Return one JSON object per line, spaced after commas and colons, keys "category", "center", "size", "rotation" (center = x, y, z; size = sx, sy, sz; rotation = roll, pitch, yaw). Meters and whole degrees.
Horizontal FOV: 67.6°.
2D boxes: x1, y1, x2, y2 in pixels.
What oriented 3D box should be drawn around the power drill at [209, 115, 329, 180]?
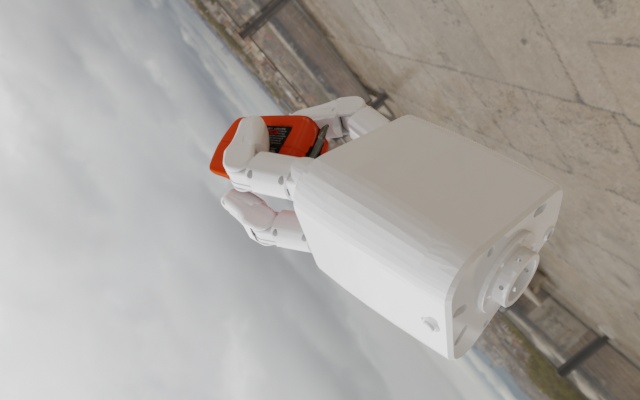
{"category": "power drill", "center": [0.000, 0.001, 0.412], "size": [0.184, 0.057, 0.188], "rotation": [8, -21, 48]}
